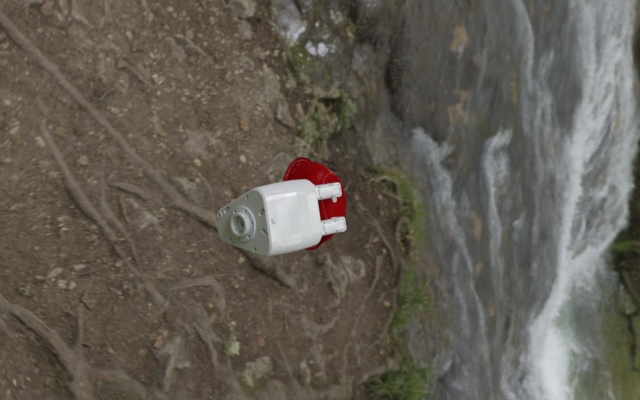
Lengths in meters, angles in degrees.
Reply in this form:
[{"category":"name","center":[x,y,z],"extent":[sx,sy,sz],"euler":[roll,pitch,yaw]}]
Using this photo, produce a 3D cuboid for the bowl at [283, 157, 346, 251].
[{"category":"bowl","center":[0.001,0.002,0.812],"extent":[0.055,0.162,0.162],"euler":[-7,-3,28]}]
